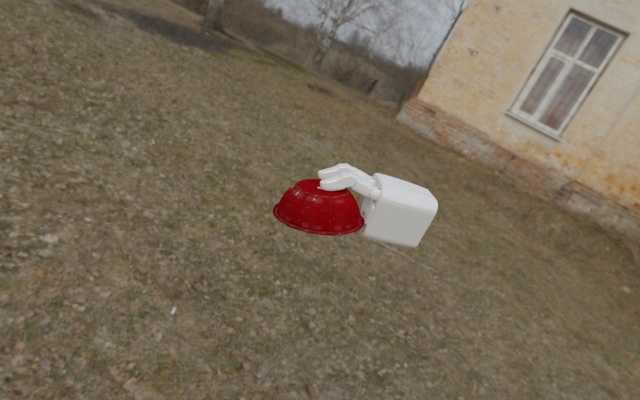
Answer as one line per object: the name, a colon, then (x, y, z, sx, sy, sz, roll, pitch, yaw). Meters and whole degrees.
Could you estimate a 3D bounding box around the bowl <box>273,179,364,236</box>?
bowl: (-0.001, 0.002, 0.823, 0.162, 0.055, 0.162, 7, 20, -3)
